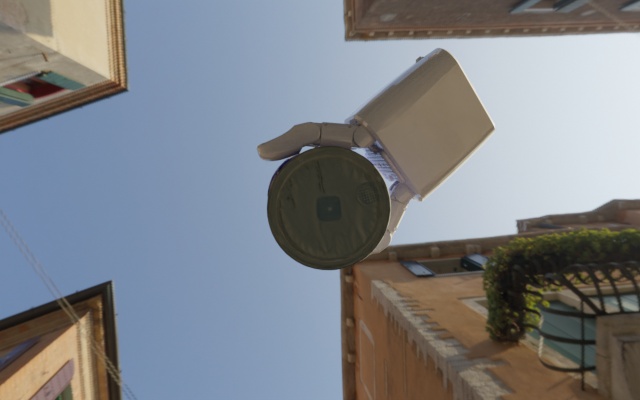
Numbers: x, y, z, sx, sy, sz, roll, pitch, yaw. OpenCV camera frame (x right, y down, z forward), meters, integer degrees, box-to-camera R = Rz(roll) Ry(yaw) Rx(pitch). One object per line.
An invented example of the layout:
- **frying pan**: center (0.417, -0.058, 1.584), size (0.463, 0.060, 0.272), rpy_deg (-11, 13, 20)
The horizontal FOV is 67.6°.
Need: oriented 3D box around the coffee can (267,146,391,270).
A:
- **coffee can**: center (0.000, 0.002, 0.458), size (0.103, 0.103, 0.140), rpy_deg (0, 5, -6)
